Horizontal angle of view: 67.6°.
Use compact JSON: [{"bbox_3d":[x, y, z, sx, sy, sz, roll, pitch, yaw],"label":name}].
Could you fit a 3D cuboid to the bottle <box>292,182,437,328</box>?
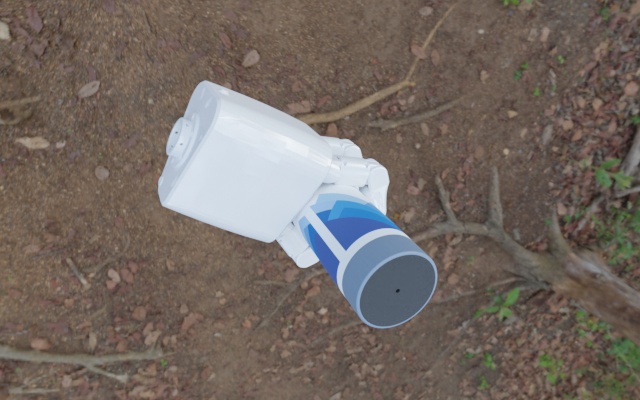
[{"bbox_3d":[0.000,0.002,0.460,0.069,0.069,0.295,0,26,-25],"label":"bottle"}]
